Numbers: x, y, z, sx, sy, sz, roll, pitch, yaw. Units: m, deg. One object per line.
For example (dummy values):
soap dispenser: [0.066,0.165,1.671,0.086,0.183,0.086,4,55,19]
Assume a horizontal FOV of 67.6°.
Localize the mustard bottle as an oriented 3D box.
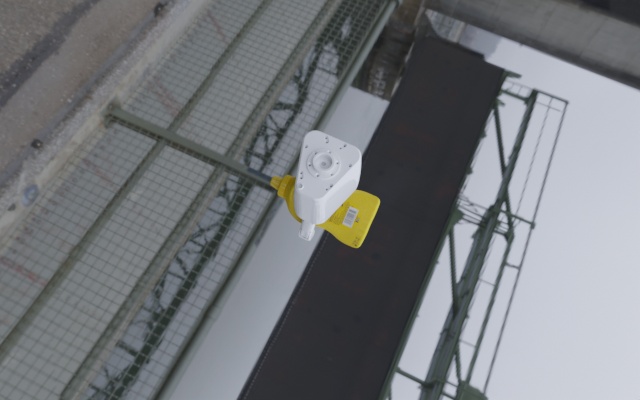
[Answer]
mustard bottle: [0.000,0.003,0.839,0.191,0.096,0.058,24,6,7]
